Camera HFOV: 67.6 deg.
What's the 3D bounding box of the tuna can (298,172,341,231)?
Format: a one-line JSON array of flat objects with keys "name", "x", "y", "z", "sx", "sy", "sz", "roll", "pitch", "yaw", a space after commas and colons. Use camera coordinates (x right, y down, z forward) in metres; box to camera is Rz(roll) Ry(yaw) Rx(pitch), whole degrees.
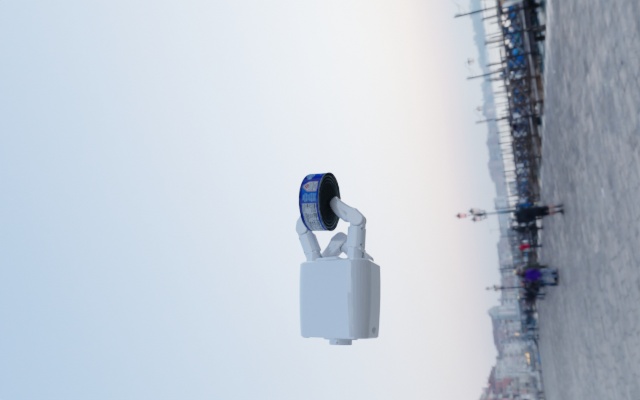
[{"name": "tuna can", "x": 0.000, "y": 0.002, "z": 0.694, "sx": 0.034, "sy": 0.086, "sz": 0.086, "roll": -2, "pitch": -1, "yaw": 23}]
